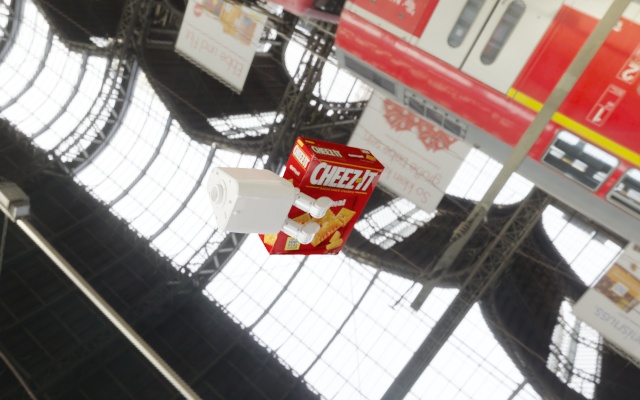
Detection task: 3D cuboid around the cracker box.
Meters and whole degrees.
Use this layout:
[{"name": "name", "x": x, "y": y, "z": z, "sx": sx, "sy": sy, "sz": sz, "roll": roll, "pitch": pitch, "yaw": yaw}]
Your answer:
[{"name": "cracker box", "x": 0.000, "y": 0.003, "z": 0.878, "sx": 0.164, "sy": 0.214, "sz": 0.072, "roll": 5, "pitch": 33, "yaw": -36}]
